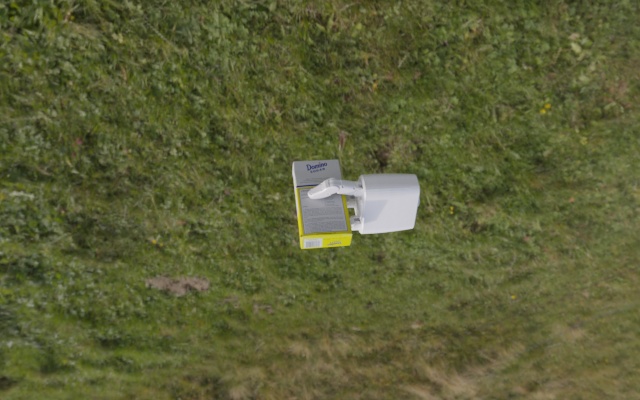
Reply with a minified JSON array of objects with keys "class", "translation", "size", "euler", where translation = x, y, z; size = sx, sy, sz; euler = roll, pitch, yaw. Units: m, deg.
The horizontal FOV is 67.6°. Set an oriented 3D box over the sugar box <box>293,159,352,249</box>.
[{"class":"sugar box","translation":[0.000,0.003,0.897],"size":[0.093,0.176,0.048],"euler":[-3,-38,-7]}]
